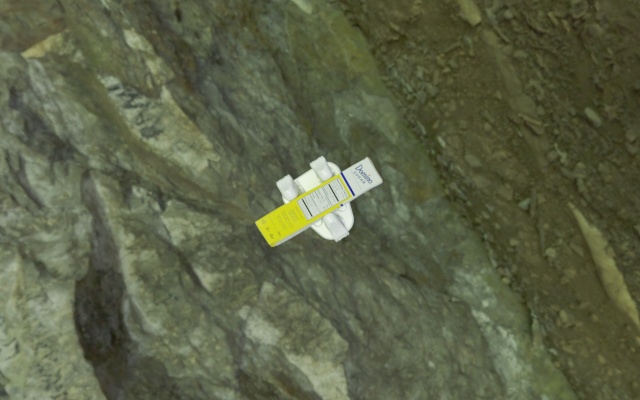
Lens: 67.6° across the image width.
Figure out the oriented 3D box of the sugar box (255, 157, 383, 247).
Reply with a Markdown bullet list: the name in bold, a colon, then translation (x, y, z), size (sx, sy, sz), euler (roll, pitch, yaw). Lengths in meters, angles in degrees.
- **sugar box**: translation (0.000, 0.002, 0.678), size (0.176, 0.048, 0.093), euler (-33, -2, 2)
